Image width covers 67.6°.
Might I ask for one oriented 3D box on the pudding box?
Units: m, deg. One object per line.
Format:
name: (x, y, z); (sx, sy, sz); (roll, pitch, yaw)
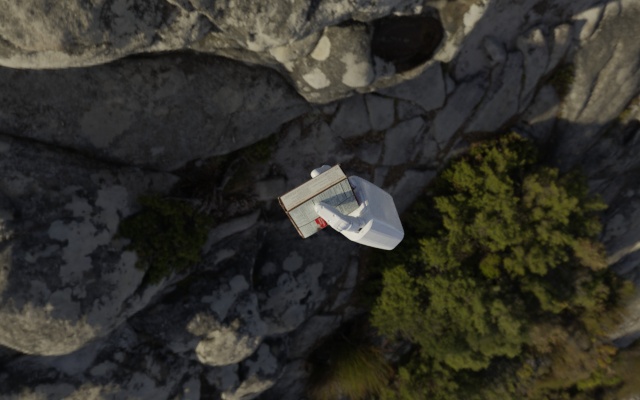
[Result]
pudding box: (0.000, 0.003, 0.771); (0.113, 0.039, 0.090); (-31, -38, -3)
